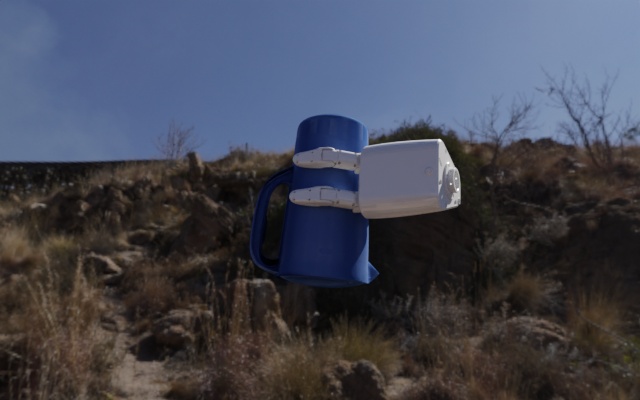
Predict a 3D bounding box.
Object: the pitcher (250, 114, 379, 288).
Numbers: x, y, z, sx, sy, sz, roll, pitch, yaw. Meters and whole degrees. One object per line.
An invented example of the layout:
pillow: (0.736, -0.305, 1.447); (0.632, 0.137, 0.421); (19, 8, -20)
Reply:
pitcher: (0.000, 0.002, 0.694); (0.145, 0.242, 0.149); (-5, -17, 31)
